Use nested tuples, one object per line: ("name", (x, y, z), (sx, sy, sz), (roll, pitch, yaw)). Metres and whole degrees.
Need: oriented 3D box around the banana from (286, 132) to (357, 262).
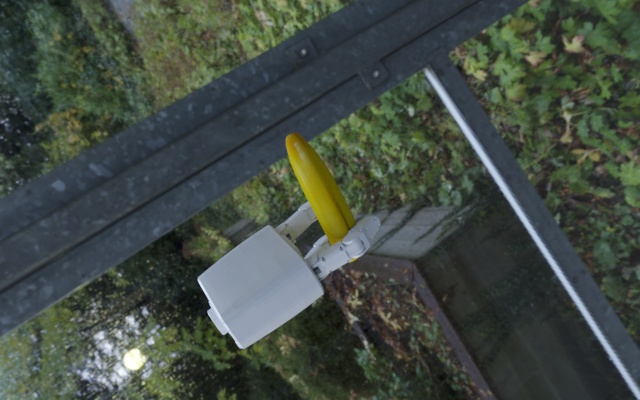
("banana", (0.010, 0.012, 0.552), (0.037, 0.198, 0.069), (-34, 39, -11))
